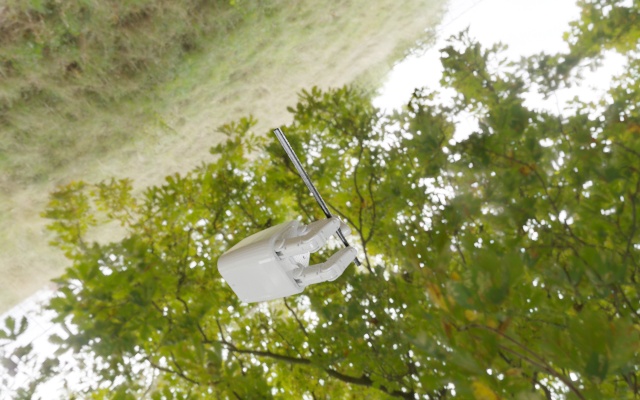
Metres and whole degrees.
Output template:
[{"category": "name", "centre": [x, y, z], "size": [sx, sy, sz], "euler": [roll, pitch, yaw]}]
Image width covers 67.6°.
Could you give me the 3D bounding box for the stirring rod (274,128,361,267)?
[{"category": "stirring rod", "centre": [0.000, 0.002, 0.665], "size": [0.011, 0.240, 0.011], "euler": [-26, 24, 12]}]
